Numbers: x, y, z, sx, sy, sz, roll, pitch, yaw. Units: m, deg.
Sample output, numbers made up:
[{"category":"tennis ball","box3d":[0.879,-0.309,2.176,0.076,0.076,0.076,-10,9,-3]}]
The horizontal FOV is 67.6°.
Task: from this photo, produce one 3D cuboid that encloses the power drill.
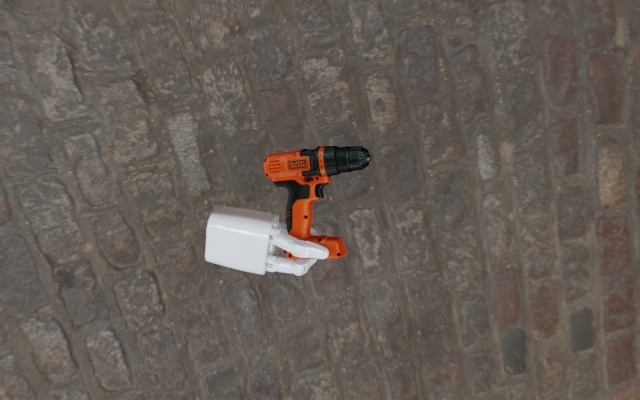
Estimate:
[{"category":"power drill","box3d":[0.000,0.003,0.807,0.184,0.187,0.057,-4,3,16]}]
